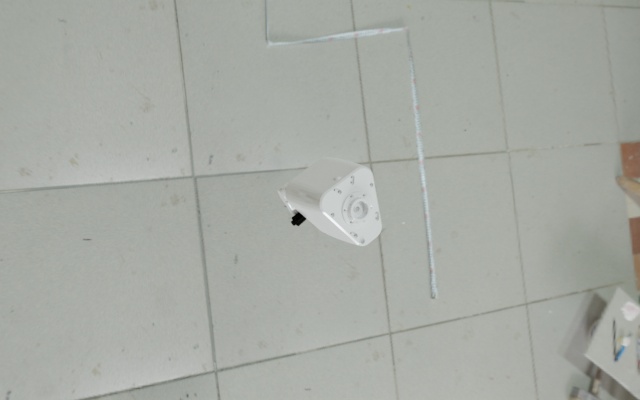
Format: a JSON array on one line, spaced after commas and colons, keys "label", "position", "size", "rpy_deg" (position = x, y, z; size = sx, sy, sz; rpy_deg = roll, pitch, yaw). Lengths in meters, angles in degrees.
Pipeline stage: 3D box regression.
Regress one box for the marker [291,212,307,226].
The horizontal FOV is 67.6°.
[{"label": "marker", "position": [0.000, 0.003, 0.791], "size": [0.121, 0.020, 0.020], "rpy_deg": [-38, 13, -17]}]
